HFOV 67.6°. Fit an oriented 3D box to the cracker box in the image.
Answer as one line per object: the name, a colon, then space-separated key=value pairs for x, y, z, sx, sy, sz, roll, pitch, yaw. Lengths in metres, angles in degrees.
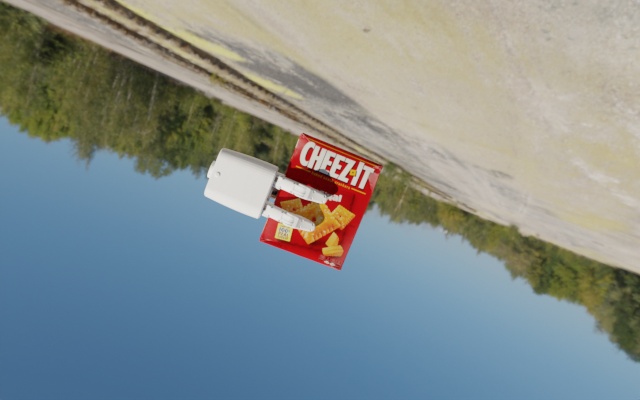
cracker box: x=0.000 y=0.003 z=0.891 sx=0.164 sy=0.214 sz=0.072 roll=22 pitch=4 yaw=-6
